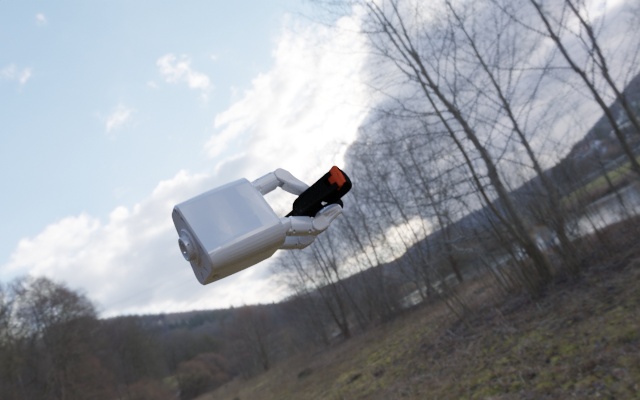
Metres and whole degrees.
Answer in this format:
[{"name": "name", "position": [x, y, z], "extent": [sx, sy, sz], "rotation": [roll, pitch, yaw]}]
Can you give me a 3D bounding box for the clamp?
[{"name": "clamp", "position": [0.000, 0.002, 0.707], "extent": [0.164, 0.036, 0.210], "rotation": [-27, -12, -32]}]
